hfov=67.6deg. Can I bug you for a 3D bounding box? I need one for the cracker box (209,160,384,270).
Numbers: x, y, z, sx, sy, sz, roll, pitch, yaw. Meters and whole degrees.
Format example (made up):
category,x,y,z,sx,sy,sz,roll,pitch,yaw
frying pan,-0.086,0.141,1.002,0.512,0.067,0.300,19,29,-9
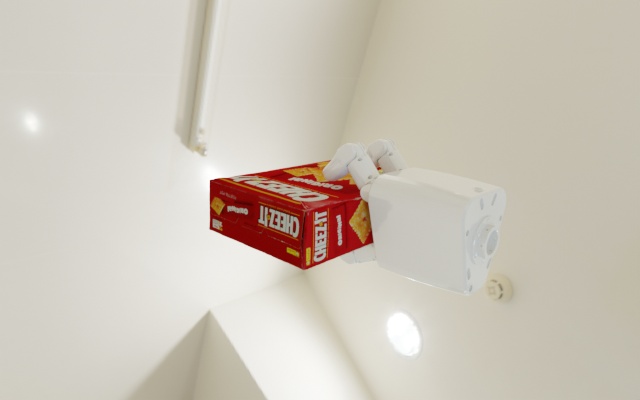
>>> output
category,x,y,z,sx,sy,sz,roll,pitch,yaw
cracker box,0.000,0.002,0.576,0.164,0.072,0.213,15,20,41
